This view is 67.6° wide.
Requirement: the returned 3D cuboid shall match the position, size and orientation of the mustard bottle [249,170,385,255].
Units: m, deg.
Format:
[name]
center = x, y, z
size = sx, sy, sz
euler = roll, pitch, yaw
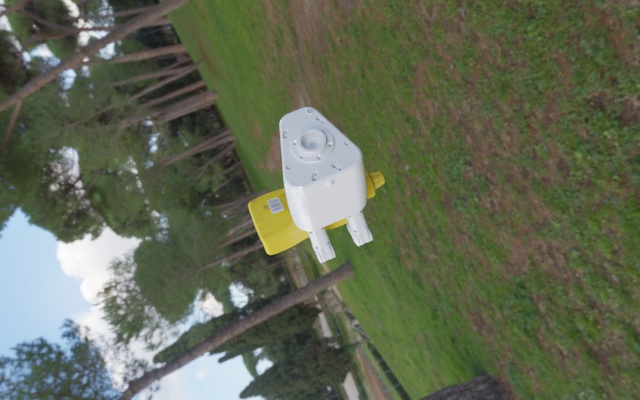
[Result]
[mustard bottle]
center = 0.000, 0.003, 0.669
size = 0.191, 0.058, 0.096
euler = -23, 37, -6
